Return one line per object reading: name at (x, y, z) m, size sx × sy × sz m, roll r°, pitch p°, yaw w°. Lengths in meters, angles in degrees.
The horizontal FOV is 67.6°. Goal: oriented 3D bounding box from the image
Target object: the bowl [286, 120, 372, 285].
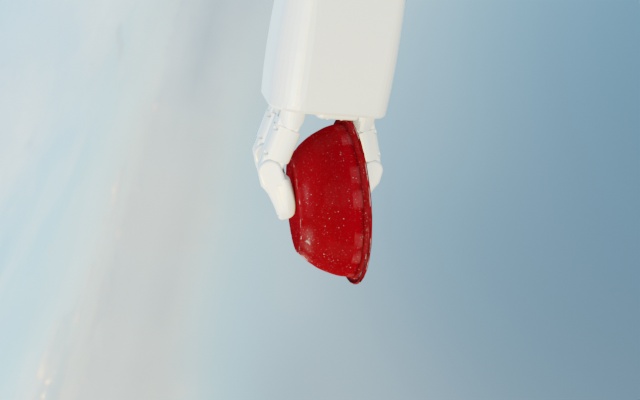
bowl at (0.000, 0.003, 0.454) m, size 0.055 × 0.162 × 0.162 m, roll -5°, pitch 1°, yaw -11°
